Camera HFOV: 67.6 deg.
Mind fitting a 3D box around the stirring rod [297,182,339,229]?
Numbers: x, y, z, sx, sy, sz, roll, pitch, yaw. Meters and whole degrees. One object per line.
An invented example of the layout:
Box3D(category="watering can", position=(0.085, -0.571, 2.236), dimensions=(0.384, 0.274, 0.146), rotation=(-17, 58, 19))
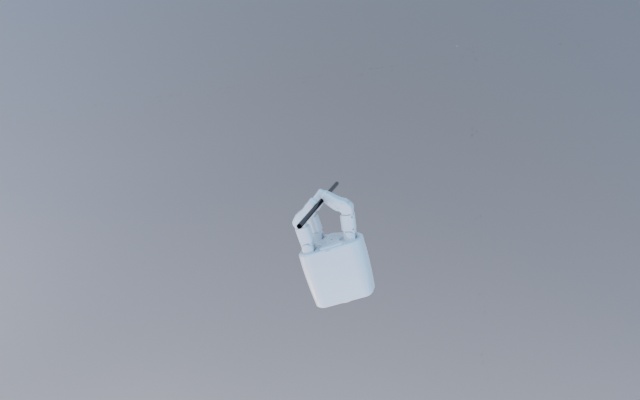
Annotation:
Box3D(category="stirring rod", position=(0.000, 0.003, 0.815), dimensions=(0.011, 0.011, 0.239), rotation=(0, 17, 16))
